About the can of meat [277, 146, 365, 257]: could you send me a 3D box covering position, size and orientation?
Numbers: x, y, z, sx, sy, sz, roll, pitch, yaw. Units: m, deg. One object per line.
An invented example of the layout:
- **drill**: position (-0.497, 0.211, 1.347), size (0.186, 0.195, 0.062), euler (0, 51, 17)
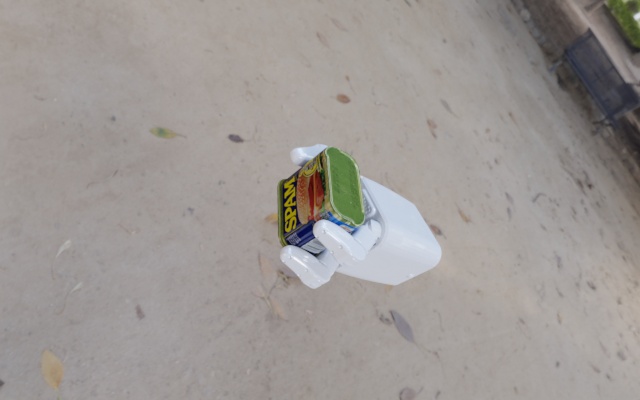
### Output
- **can of meat**: position (0.000, 0.001, 0.527), size (0.057, 0.102, 0.084), euler (24, -44, -34)
